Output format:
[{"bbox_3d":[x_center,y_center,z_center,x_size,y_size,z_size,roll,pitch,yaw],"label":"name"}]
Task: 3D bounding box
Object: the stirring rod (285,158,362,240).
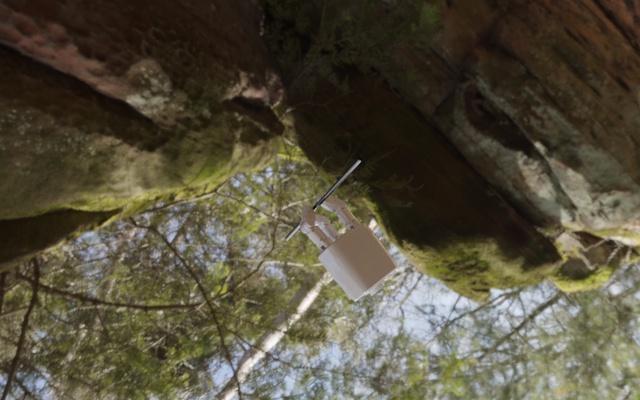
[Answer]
[{"bbox_3d":[0.000,0.003,0.892,0.011,0.011,0.240,0,-38,-46],"label":"stirring rod"}]
